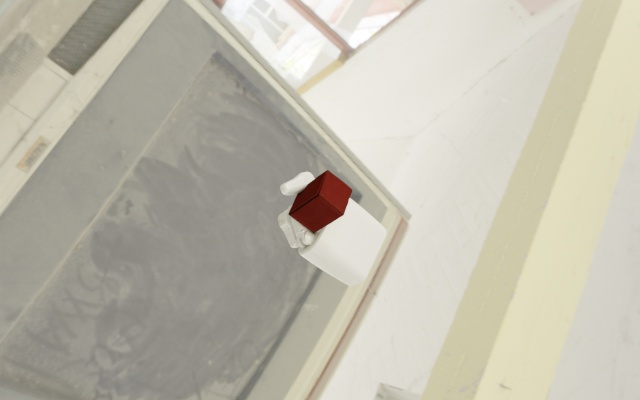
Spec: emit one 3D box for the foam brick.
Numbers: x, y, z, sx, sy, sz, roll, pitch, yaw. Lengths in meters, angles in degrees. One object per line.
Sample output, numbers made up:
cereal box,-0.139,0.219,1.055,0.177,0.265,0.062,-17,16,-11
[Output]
foam brick,0.000,0.002,0.703,0.051,0.053,0.078,37,-41,-17
